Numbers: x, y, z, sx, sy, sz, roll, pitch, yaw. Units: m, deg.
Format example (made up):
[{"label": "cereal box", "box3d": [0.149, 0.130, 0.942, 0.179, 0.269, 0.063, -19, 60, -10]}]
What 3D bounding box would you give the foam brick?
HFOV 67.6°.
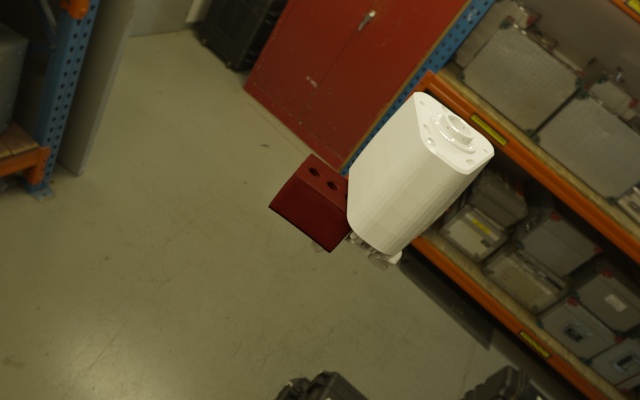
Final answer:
[{"label": "foam brick", "box3d": [0.000, 0.001, 0.474, 0.078, 0.051, 0.053, 37, 35, -1]}]
